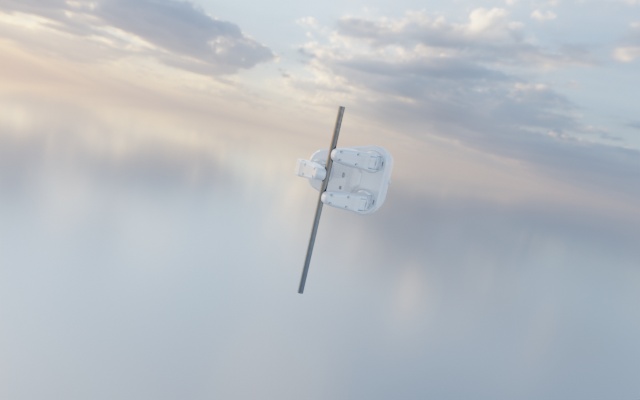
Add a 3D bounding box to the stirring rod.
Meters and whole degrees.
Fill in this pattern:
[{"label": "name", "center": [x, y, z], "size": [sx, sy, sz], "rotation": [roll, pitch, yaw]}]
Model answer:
[{"label": "stirring rod", "center": [0.000, 0.002, 0.597], "size": [0.011, 0.239, 0.011], "rotation": [12, 7, -2]}]
